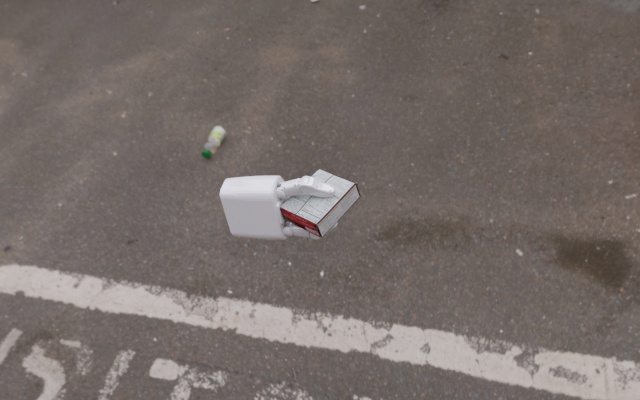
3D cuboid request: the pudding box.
[{"bbox_3d":[0.000,0.003,0.825,0.090,0.039,0.113,25,60,36],"label":"pudding box"}]
